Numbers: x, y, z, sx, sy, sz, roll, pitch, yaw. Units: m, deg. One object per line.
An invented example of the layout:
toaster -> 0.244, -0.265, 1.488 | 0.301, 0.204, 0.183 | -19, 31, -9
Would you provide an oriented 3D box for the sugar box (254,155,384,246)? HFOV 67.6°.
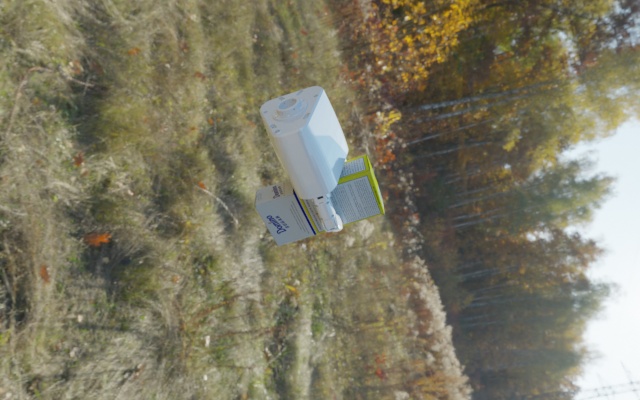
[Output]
sugar box -> 0.000, 0.002, 0.716 | 0.176, 0.093, 0.048 | -15, 39, 11
